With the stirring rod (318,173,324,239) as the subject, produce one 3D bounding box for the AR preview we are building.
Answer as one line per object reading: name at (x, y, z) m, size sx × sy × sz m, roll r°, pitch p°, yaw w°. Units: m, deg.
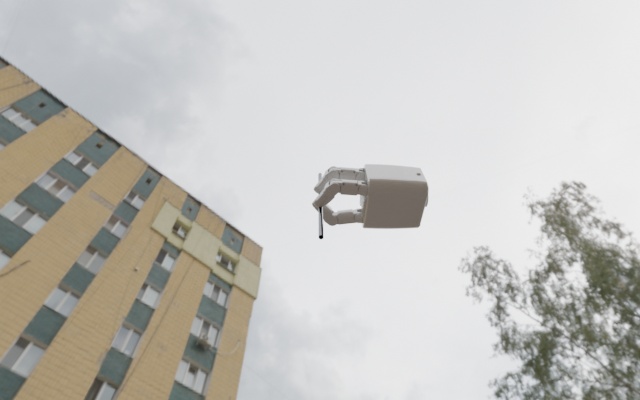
stirring rod at (0.000, 0.003, 0.860) m, size 0.011 × 0.011 × 0.239 m, roll 0°, pitch 27°, yaw 0°
